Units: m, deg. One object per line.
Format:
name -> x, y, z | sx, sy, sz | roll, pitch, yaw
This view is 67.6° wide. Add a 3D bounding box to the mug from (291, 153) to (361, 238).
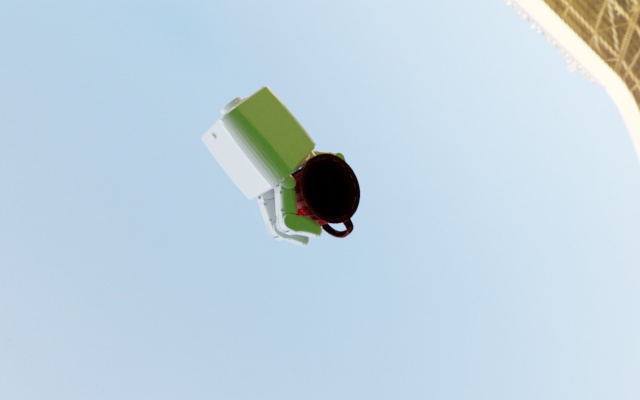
mug -> 0.001, 0.003, 0.645 | 0.093, 0.117, 0.081 | -46, 14, -34
